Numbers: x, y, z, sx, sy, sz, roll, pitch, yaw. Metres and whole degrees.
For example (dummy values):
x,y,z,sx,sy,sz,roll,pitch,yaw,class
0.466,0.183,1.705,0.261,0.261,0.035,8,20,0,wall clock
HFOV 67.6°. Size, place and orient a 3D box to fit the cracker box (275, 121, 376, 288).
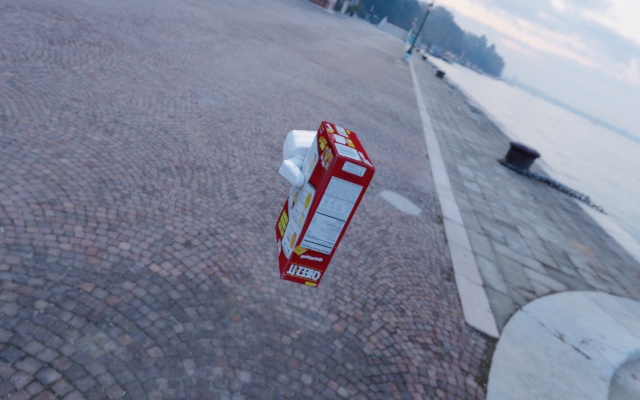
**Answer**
x,y,z,sx,sy,sz,roll,pitch,yaw,class
0.000,0.002,0.753,0.072,0.214,0.164,18,22,-16,cracker box
